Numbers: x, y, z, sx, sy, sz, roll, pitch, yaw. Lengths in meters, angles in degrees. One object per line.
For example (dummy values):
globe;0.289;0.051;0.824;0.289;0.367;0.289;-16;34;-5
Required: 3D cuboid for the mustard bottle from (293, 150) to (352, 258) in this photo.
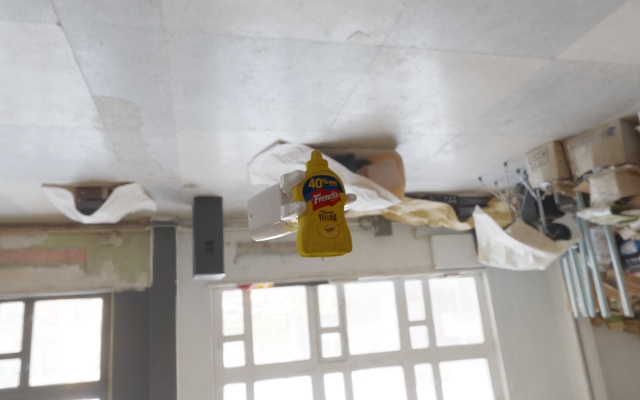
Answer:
mustard bottle;0.000;0.003;0.848;0.096;0.191;0.058;1;-16;-22
